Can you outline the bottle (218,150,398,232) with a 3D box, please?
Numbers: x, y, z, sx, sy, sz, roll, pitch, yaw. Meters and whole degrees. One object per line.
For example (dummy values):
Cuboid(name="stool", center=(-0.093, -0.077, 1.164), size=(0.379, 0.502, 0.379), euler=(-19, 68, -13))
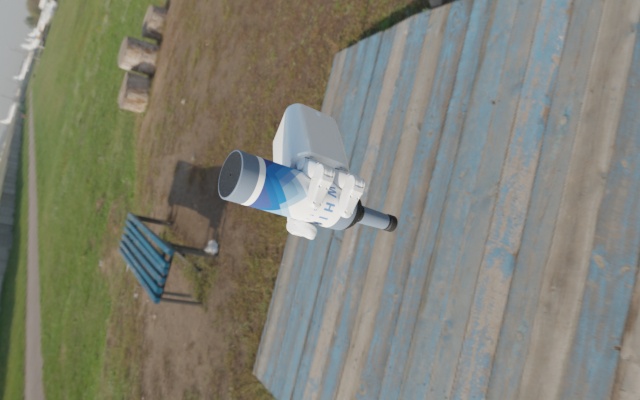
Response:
Cuboid(name="bottle", center=(0.000, 0.002, 0.695), size=(0.296, 0.069, 0.069), euler=(17, -10, -34))
